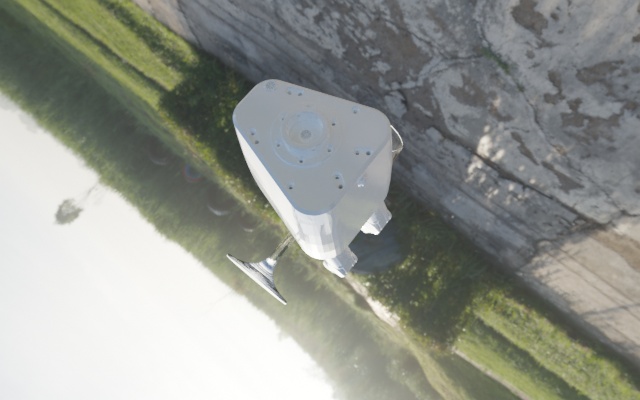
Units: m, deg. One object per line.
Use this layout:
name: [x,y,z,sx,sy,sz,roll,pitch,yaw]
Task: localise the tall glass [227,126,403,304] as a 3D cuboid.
tall glass: [0.000,0.002,0.481,0.079,0.201,0.079,37,-14,11]
